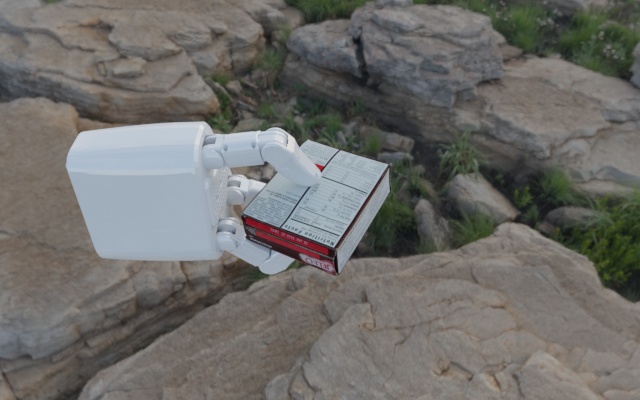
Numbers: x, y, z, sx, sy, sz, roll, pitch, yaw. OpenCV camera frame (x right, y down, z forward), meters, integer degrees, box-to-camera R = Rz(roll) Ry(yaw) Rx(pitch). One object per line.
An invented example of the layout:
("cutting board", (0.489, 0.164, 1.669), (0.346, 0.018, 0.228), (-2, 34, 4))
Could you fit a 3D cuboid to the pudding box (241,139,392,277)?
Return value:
("pudding box", (0.000, 0.001, 0.413), (0.090, 0.039, 0.113), (20, 52, 21))
